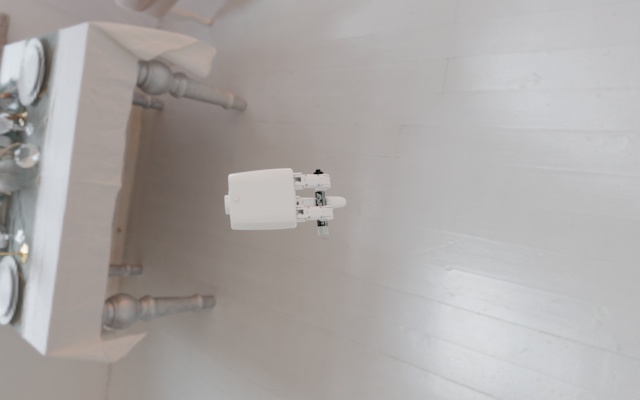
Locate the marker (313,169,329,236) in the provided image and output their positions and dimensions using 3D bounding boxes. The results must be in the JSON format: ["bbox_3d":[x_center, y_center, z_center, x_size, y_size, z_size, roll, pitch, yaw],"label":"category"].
[{"bbox_3d":[0.000,0.003,0.864,0.020,0.121,0.020,-5,-9,-1],"label":"marker"}]
